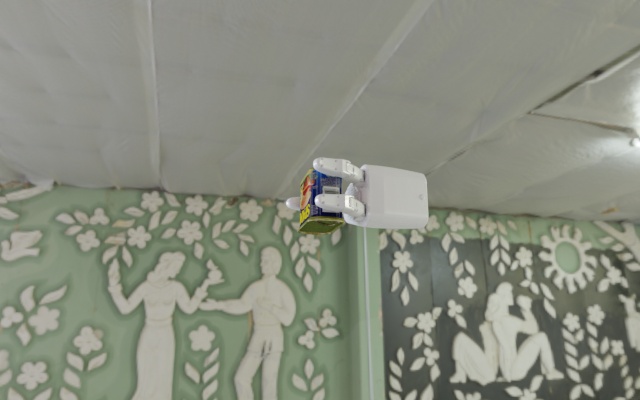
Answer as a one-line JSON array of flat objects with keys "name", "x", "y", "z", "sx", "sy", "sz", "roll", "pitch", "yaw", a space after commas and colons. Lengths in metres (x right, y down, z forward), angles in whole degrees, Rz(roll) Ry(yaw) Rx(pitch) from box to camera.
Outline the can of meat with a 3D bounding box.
[{"name": "can of meat", "x": 0.000, "y": 0.002, "z": 0.741, "sx": 0.057, "sy": 0.084, "sz": 0.102, "roll": 4, "pitch": -16, "yaw": -13}]
